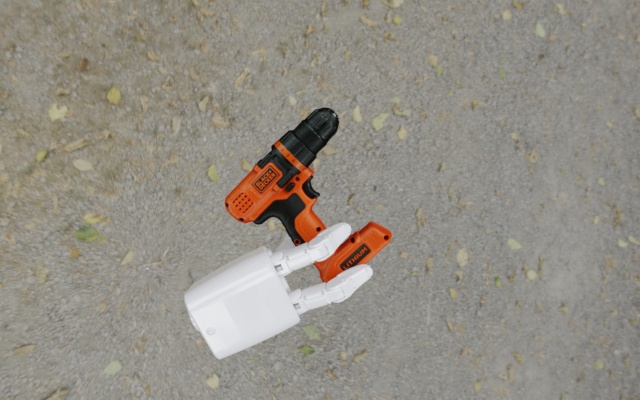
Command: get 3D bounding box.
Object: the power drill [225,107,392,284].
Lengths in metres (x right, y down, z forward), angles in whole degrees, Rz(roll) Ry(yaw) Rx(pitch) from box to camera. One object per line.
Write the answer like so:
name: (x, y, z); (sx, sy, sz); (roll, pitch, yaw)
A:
power drill: (0.000, 0.003, 0.604); (0.184, 0.187, 0.057); (-44, -1, 7)
